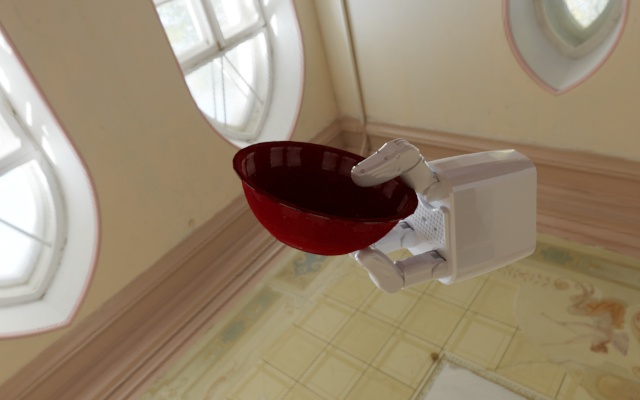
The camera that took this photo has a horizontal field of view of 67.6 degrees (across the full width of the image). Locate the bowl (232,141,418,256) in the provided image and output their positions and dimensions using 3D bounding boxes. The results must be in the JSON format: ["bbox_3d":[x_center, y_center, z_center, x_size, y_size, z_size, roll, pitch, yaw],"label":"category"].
[{"bbox_3d":[-0.001,0.002,0.420,0.162,0.055,0.162,12,24,-5],"label":"bowl"}]
